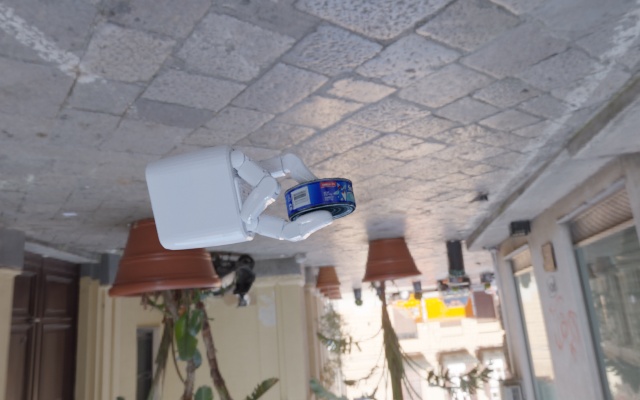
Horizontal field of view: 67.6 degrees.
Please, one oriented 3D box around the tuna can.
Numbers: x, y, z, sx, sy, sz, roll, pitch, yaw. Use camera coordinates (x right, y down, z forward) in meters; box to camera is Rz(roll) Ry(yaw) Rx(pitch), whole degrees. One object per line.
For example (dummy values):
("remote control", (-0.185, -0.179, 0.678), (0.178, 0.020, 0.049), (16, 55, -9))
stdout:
("tuna can", (0.000, 0.002, 0.586), (0.086, 0.033, 0.086), (-10, -15, -3))
